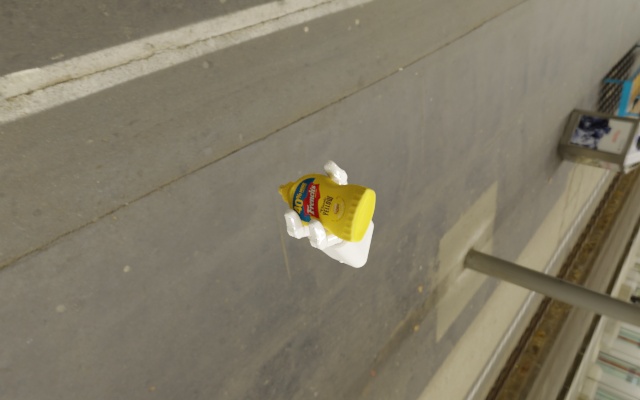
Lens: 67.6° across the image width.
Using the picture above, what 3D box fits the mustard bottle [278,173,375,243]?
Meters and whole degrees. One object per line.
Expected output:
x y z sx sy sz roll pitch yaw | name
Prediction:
0.000 0.003 0.848 0.191 0.096 0.058 18 6 36 | mustard bottle
